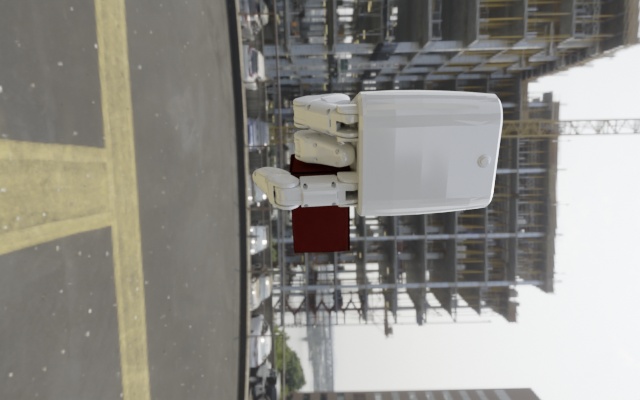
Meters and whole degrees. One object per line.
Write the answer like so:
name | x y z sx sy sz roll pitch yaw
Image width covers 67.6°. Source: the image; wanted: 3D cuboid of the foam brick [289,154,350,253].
foam brick | 0.000 0.002 0.426 0.051 0.078 0.053 -2 24 -1
